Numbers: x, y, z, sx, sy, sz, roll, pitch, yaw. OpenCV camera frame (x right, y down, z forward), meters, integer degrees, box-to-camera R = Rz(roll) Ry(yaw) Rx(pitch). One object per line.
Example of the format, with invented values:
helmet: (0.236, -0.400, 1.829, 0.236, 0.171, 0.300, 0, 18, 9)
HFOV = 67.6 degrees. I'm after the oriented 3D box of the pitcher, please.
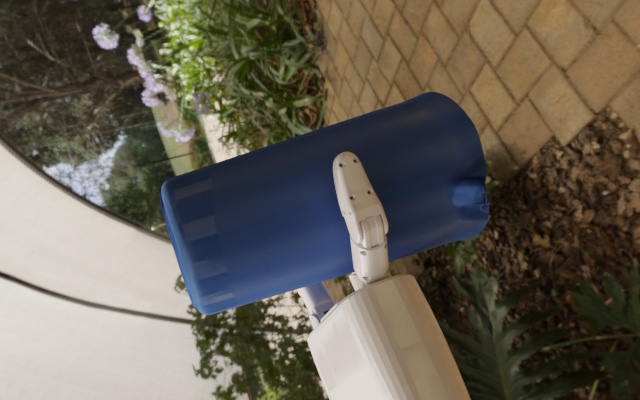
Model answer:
pitcher: (0.000, 0.001, 0.401, 0.243, 0.145, 0.149, -17, -25, -15)
